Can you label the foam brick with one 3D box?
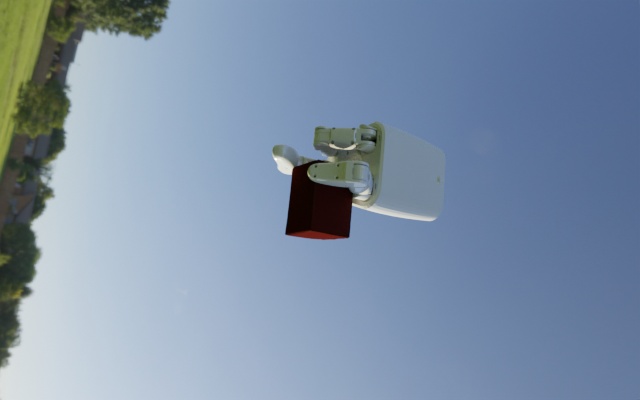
[{"bbox_3d":[0.000,0.002,0.516,0.051,0.078,0.053,14,-14,-33],"label":"foam brick"}]
